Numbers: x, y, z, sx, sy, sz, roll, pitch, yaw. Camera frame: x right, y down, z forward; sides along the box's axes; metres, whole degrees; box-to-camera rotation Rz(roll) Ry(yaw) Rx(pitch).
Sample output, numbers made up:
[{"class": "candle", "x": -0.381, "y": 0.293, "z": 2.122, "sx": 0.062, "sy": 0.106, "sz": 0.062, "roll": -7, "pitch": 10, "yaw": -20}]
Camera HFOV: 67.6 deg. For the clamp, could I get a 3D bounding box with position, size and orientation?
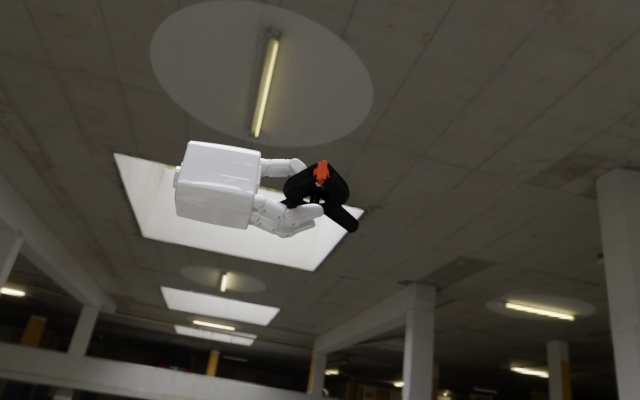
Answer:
[{"class": "clamp", "x": 0.000, "y": 0.001, "z": 0.716, "sx": 0.164, "sy": 0.036, "sz": 0.210, "roll": 8, "pitch": -24, "yaw": -11}]
